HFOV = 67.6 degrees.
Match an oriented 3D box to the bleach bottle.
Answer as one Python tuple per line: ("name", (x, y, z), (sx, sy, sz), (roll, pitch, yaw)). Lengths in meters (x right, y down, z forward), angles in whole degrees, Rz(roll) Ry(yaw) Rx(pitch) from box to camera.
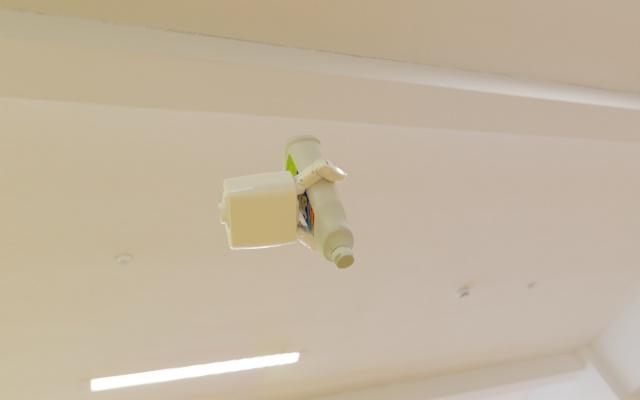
("bleach bottle", (0.000, 0.003, 0.774), (0.068, 0.103, 0.250), (-7, 42, -17))
